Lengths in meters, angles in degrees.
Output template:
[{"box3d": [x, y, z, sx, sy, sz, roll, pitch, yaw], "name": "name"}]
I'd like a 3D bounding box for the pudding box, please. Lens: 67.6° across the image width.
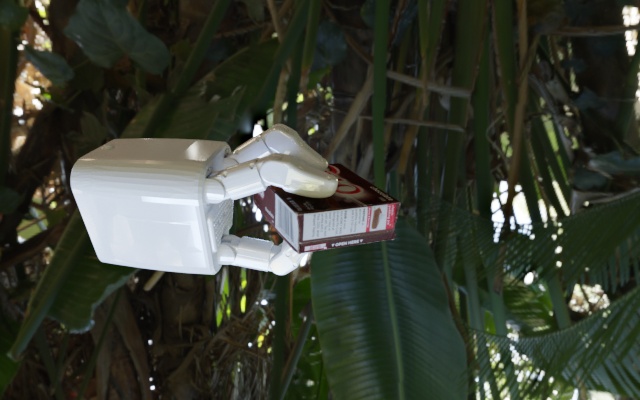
[{"box3d": [0.000, 0.002, 0.411, 0.090, 0.039, 0.113, -7, 25, -23], "name": "pudding box"}]
